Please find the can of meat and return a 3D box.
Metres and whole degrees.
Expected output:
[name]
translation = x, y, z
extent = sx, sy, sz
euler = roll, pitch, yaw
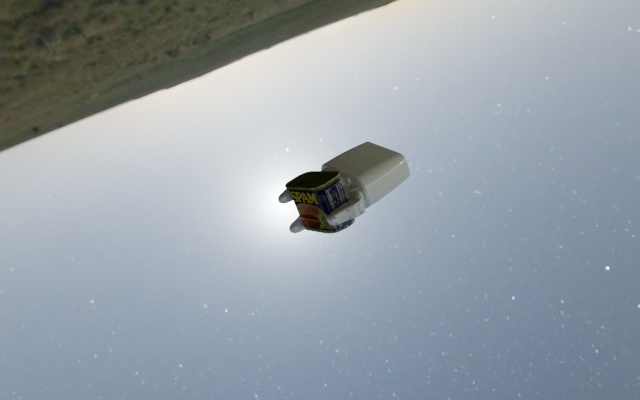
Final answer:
[can of meat]
translation = 0.000, 0.003, 0.762
extent = 0.057, 0.084, 0.102
euler = -34, 23, -30
